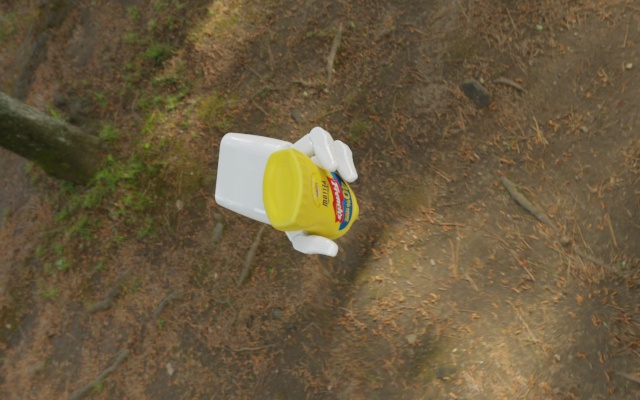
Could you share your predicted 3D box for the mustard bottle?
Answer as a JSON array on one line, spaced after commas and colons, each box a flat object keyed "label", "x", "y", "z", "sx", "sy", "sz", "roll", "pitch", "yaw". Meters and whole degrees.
[{"label": "mustard bottle", "x": 0.000, "y": 0.002, "z": 0.630, "sx": 0.058, "sy": 0.096, "sz": 0.192, "roll": -12, "pitch": -17, "yaw": 27}]
